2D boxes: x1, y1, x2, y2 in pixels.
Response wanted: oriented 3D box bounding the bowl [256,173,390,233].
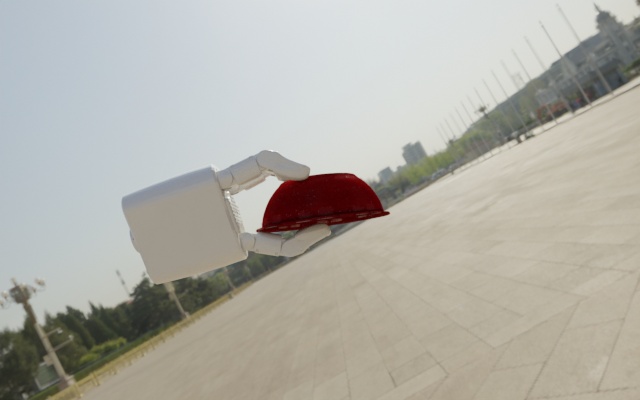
[{"bbox_3d":[0.001,0.001,0.575,0.162,0.055,0.162,-7,-6,-1],"label":"bowl"}]
